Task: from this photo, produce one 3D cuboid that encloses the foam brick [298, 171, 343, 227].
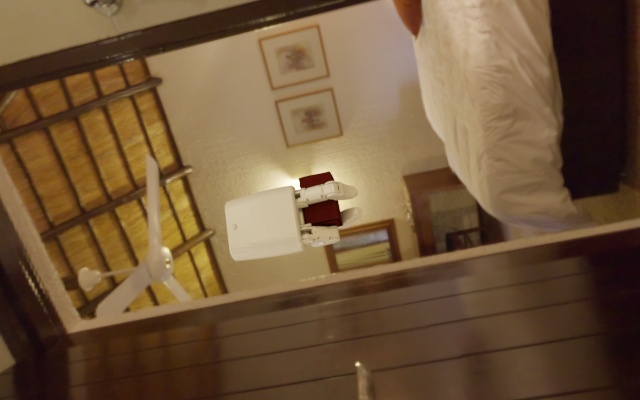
[{"bbox_3d":[0.000,0.002,0.727,0.051,0.078,0.053,-12,-17,7],"label":"foam brick"}]
